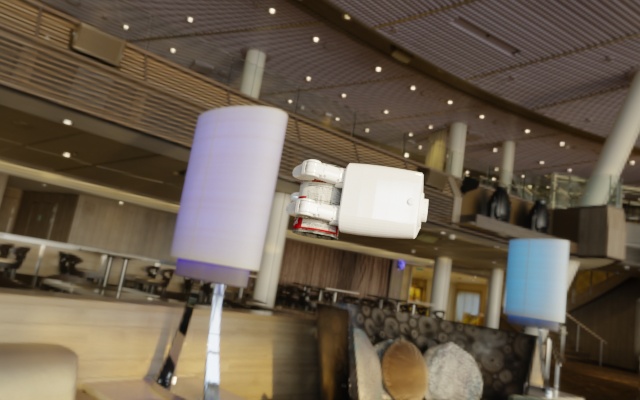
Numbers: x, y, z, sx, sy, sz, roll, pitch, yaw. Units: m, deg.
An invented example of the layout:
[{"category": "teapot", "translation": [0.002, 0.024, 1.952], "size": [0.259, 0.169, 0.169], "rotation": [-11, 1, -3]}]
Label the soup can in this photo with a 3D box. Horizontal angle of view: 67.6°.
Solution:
[{"category": "soup can", "translation": [0.000, 0.002, 0.704], "size": [0.068, 0.102, 0.068], "rotation": [9, -10, 2]}]
